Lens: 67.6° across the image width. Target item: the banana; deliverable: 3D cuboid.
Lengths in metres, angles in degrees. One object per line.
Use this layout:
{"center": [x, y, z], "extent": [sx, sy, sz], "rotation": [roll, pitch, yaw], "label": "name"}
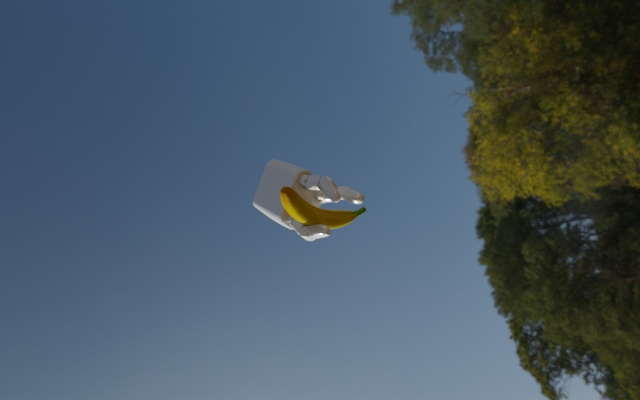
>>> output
{"center": [-0.007, 0.018, 0.862], "extent": [0.198, 0.070, 0.037], "rotation": [13, 27, -41], "label": "banana"}
